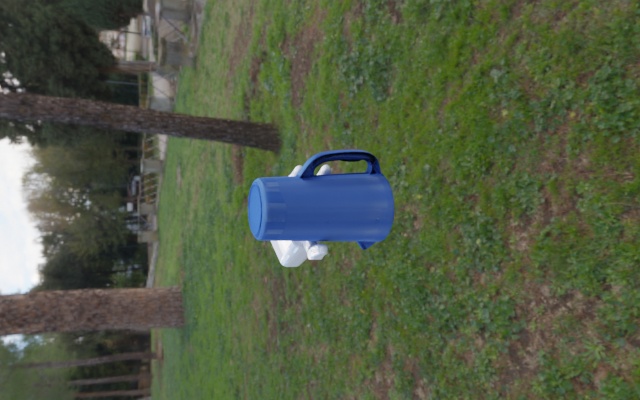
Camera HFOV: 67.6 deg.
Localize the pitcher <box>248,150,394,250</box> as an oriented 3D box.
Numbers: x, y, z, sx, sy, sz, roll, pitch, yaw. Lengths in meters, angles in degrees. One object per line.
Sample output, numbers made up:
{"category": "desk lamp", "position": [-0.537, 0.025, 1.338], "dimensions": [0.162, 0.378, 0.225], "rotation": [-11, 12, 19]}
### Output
{"category": "pitcher", "position": [0.000, 0.003, 0.855], "dimensions": [0.243, 0.149, 0.145], "rotation": [-1, -29, -22]}
